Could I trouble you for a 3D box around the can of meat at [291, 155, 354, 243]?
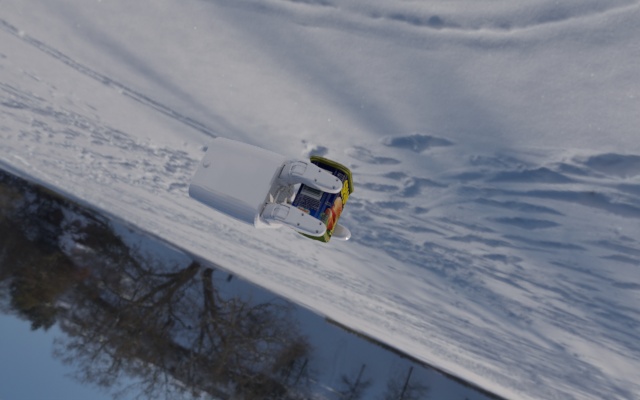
[{"bbox_3d":[0.000,0.002,0.619,0.057,0.084,0.102,21,-14,12],"label":"can of meat"}]
